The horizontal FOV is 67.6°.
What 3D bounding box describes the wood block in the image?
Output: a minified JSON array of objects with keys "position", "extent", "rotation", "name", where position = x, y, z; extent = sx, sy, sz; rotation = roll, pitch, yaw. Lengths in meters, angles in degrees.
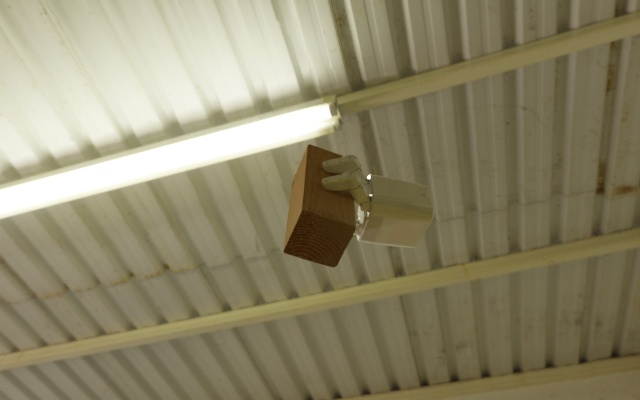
[{"position":[0.000,0.003,0.807],"extent":[0.090,0.091,0.206],"rotation":[18,33,-10],"name":"wood block"}]
